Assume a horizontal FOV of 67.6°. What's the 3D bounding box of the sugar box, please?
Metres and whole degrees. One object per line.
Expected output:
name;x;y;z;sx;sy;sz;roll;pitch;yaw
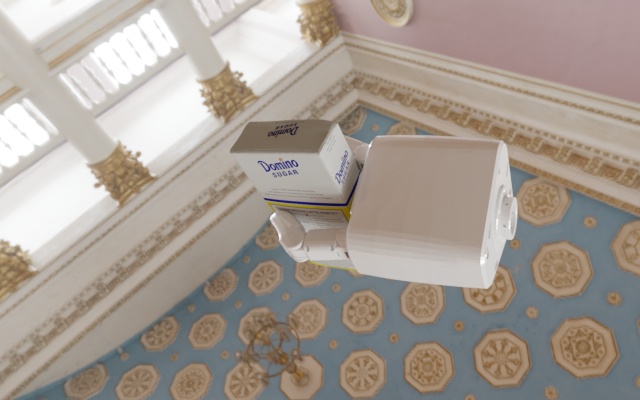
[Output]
sugar box;0.000;0.001;0.449;0.093;0.048;0.176;5;-39;31
